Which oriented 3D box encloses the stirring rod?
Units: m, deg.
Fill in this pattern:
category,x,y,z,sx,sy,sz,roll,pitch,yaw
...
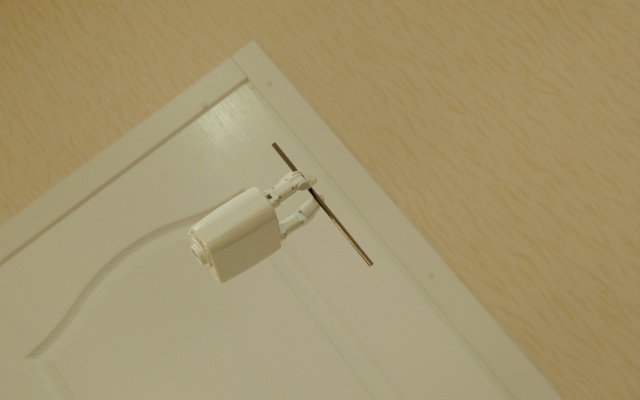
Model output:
category,x,y,z,sx,sy,sz,roll,pitch,yaw
stirring rod,0.000,0.002,0.714,0.011,0.239,0.011,-36,-15,-11
